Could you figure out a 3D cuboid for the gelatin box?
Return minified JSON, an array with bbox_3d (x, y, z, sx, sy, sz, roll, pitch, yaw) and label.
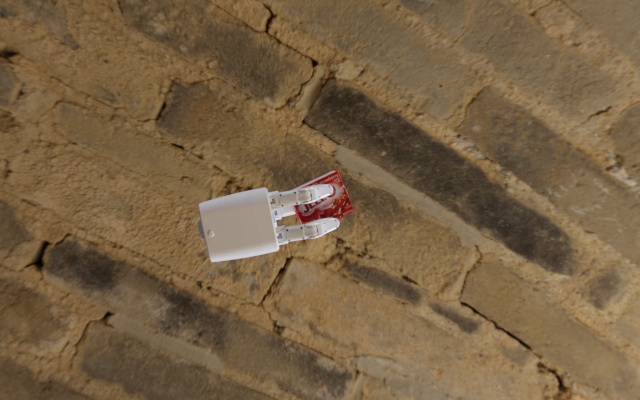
[{"bbox_3d":[0.000,0.002,0.767,0.089,0.073,0.030,-25,10,-10],"label":"gelatin box"}]
